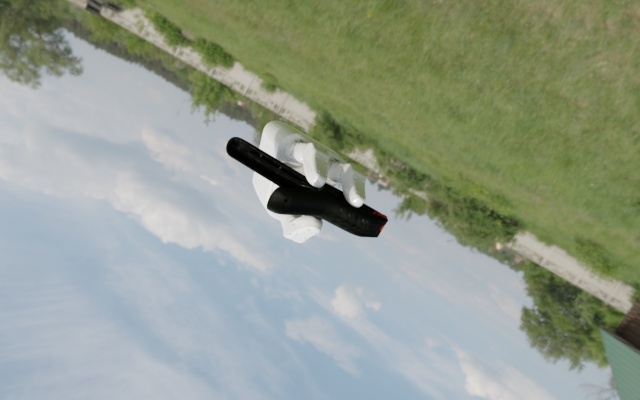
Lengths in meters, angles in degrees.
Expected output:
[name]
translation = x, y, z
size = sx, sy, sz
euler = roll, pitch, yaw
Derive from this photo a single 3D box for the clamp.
[clamp]
translation = 0.000, 0.003, 0.534
size = 0.210, 0.036, 0.164
euler = 26, 13, -27
